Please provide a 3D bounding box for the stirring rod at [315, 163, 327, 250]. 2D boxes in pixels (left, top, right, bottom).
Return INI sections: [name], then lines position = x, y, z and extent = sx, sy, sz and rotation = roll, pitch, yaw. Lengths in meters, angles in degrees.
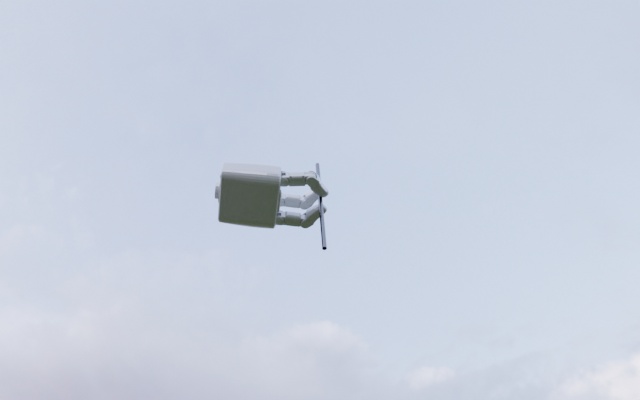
[stirring rod]
position = 0.000, 0.003, 0.879
extent = 0.011, 0.011, 0.239
rotation = 0, 39, -4
